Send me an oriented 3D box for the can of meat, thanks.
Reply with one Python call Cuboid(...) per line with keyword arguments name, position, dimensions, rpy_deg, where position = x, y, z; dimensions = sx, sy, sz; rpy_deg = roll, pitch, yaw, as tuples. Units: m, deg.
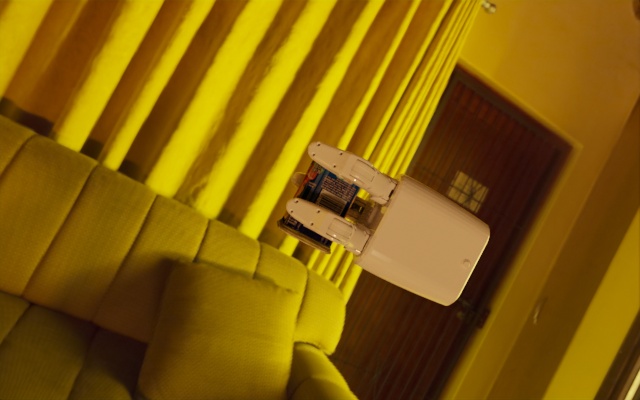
Cuboid(name="can of meat", position=(0.000, 0.001, 0.489), dimensions=(0.057, 0.084, 0.102), rpy_deg=(28, -1, -6))
